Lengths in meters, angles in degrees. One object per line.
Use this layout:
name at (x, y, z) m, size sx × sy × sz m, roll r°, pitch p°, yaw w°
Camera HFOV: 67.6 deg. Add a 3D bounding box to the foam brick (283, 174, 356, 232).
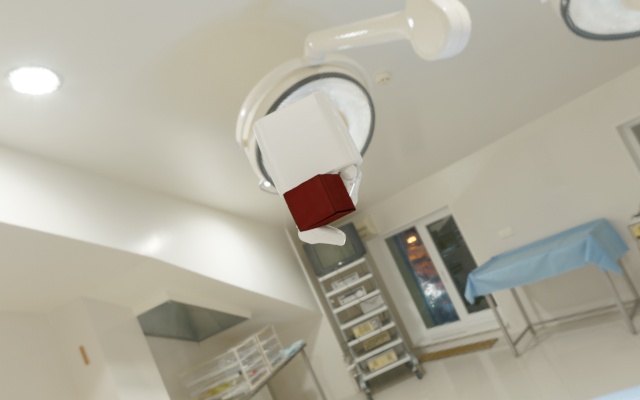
foam brick at (0.000, 0.002, 0.576) m, size 0.053 × 0.051 × 0.078 m, roll -27°, pitch -7°, yaw 19°
